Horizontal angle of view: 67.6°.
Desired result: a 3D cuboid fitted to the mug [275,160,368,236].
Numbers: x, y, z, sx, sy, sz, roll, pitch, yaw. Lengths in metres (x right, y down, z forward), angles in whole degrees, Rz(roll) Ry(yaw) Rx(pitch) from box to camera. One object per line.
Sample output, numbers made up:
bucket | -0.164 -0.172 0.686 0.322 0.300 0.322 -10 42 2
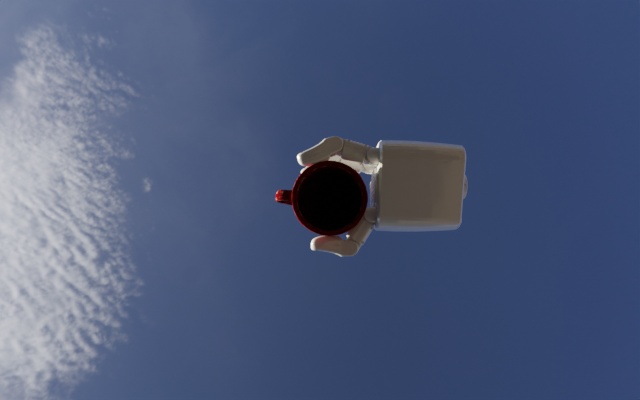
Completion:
mug | -0.001 0.002 0.620 0.117 0.093 0.081 3 -9 2
